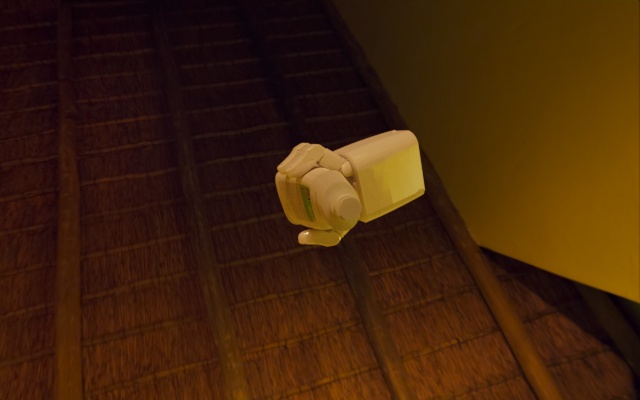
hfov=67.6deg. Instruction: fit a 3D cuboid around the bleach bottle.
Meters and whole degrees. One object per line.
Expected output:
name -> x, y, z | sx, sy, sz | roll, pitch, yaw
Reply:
bleach bottle -> 0.000, 0.002, 0.676 | 0.068, 0.102, 0.251 | -23, 14, -14
